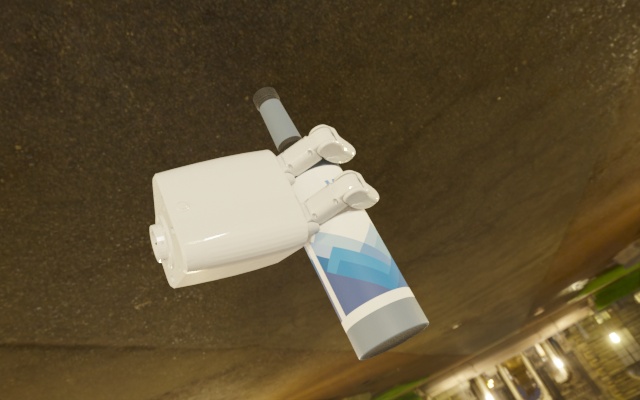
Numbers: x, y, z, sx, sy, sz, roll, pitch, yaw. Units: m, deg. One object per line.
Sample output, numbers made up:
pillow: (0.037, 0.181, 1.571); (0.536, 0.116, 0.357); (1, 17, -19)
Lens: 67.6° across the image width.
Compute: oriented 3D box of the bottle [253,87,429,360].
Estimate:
bottle: (0.000, 0.002, 0.464); (0.069, 0.295, 0.069); (-22, -26, -12)
